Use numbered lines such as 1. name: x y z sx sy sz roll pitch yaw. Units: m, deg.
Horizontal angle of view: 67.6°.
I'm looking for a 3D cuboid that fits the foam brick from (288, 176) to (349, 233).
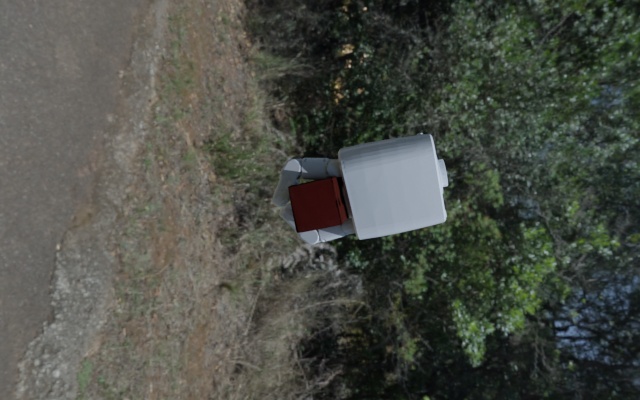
1. foam brick: 0.000 0.002 0.544 0.051 0.053 0.078 -11 4 11
